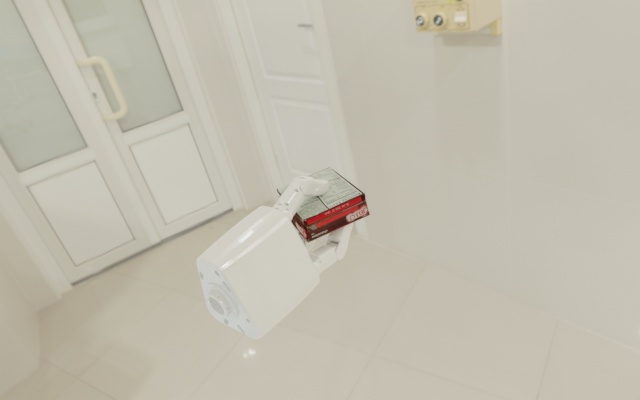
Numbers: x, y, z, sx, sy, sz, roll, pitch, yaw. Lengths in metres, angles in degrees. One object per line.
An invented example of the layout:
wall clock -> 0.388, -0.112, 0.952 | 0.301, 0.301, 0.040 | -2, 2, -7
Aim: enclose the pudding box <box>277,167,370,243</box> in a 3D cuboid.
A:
pudding box -> 0.000, 0.002, 0.640 | 0.090, 0.039, 0.113 | -22, 31, -14
